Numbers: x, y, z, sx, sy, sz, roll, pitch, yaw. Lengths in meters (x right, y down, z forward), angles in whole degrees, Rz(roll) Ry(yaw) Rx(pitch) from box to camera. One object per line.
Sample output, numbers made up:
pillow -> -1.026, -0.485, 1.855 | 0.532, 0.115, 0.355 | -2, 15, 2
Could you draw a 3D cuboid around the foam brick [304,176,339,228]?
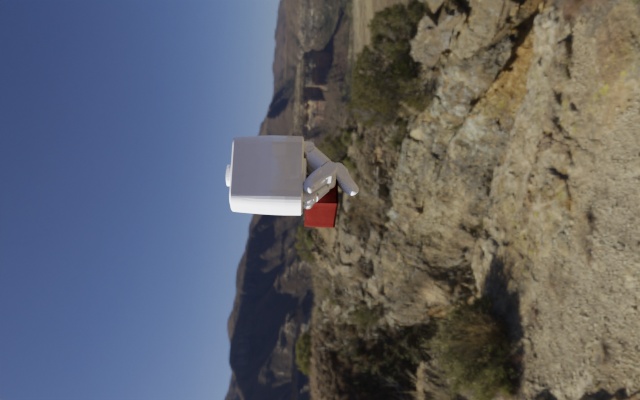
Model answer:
foam brick -> 0.000, 0.003, 0.770 | 0.051, 0.053, 0.078 | 1, -33, -3
